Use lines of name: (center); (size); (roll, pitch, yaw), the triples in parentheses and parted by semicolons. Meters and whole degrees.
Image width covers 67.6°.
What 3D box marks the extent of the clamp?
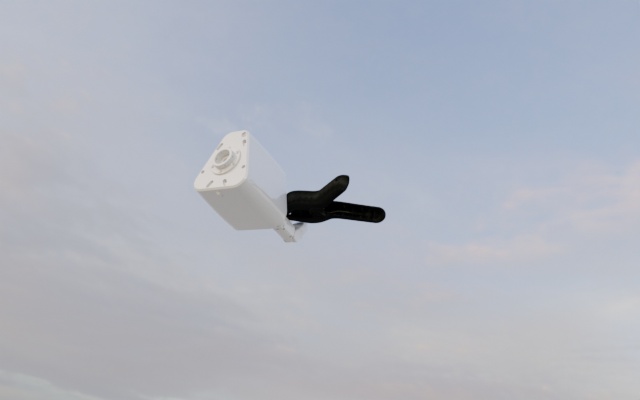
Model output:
clamp: (0.000, 0.002, 0.714); (0.171, 0.039, 0.120); (-5, -36, 26)
